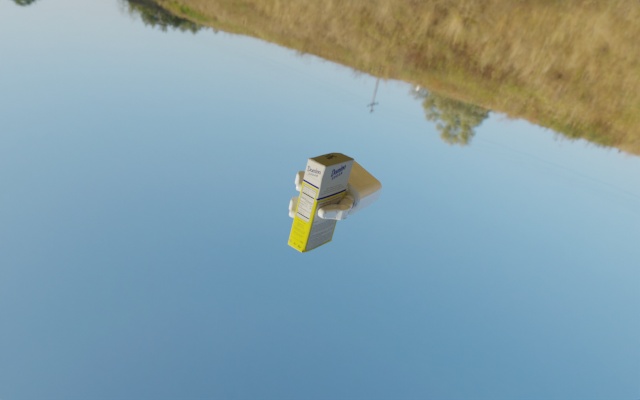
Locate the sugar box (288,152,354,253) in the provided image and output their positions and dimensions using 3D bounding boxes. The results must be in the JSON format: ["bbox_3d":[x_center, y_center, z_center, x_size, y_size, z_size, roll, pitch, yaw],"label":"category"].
[{"bbox_3d":[0.000,0.003,0.872,0.048,0.176,0.093,27,26,29],"label":"sugar box"}]
